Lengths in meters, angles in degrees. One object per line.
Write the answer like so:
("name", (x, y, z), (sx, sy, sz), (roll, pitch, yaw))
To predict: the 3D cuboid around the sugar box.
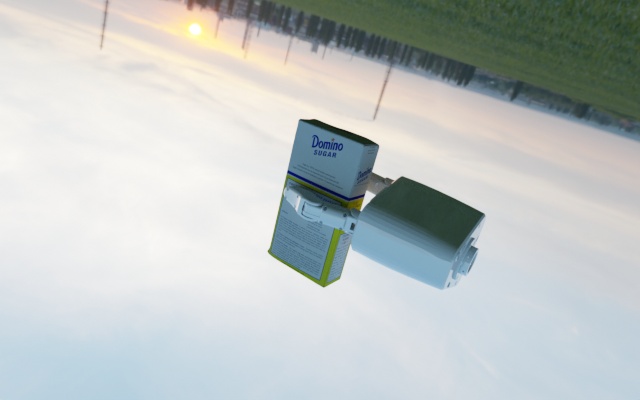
("sugar box", (0.000, 0.002, 0.561), (0.093, 0.176, 0.048), (26, 20, 28))
